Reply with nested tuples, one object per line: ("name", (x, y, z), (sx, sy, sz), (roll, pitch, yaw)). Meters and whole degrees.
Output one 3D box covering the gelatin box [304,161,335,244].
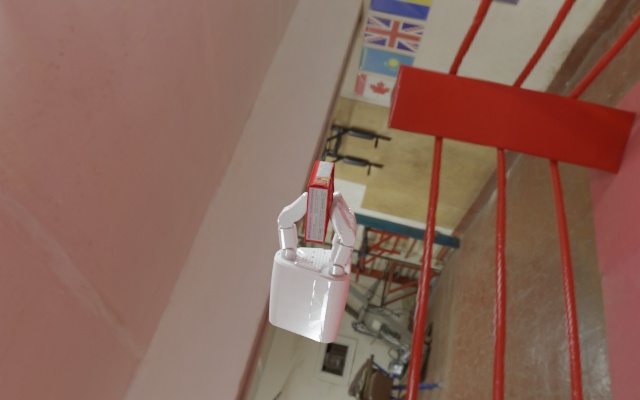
("gelatin box", (0.000, 0.002, 0.640), (0.030, 0.089, 0.073), (7, 31, 5))
